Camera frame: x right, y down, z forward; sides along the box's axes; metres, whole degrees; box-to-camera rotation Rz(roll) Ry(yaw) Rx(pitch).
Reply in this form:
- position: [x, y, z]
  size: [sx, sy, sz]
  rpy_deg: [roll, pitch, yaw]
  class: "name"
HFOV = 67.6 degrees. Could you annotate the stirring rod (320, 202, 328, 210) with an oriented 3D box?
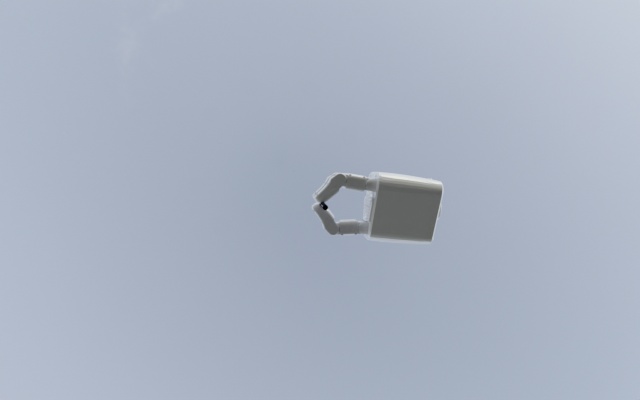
- position: [0.000, 0.003, 0.793]
  size: [0.011, 0.011, 0.239]
  rpy_deg: [0, 4, -3]
  class: "stirring rod"
